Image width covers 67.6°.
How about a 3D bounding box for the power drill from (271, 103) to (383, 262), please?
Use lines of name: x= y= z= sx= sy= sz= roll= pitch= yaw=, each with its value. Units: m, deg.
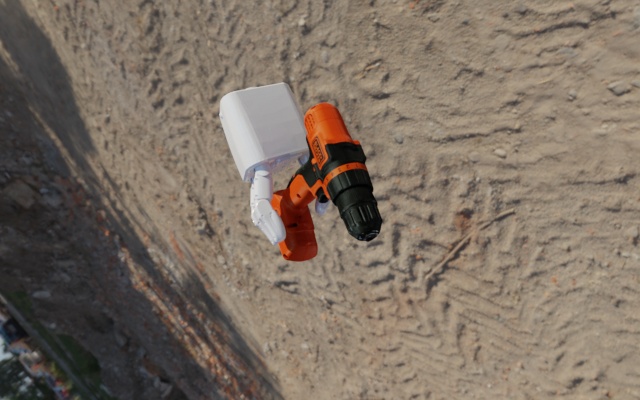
power drill: x=0.000 y=0.002 z=0.600 sx=0.057 sy=0.184 sz=0.188 roll=0 pitch=-34 yaw=-30
